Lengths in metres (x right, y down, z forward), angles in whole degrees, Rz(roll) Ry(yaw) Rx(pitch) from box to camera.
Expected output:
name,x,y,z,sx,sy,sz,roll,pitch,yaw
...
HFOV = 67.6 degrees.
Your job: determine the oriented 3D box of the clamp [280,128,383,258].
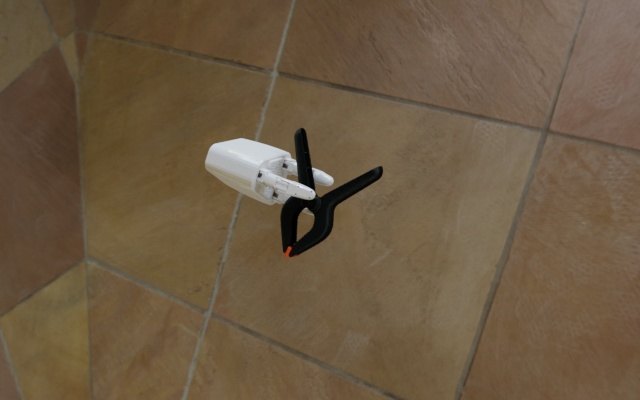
name,x,y,z,sx,sy,sz,roll,pitch,yaw
clamp,-0.001,0.003,0.777,0.164,0.210,0.036,21,6,23
